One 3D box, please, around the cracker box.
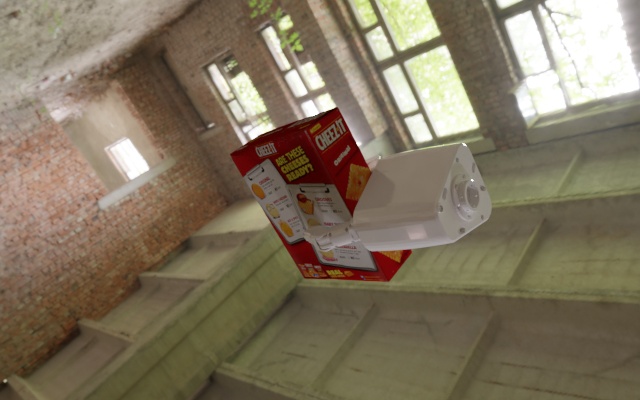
[{"bbox_3d":[0.000,0.002,0.622,0.164,0.214,0.072,-8,27,48],"label":"cracker box"}]
